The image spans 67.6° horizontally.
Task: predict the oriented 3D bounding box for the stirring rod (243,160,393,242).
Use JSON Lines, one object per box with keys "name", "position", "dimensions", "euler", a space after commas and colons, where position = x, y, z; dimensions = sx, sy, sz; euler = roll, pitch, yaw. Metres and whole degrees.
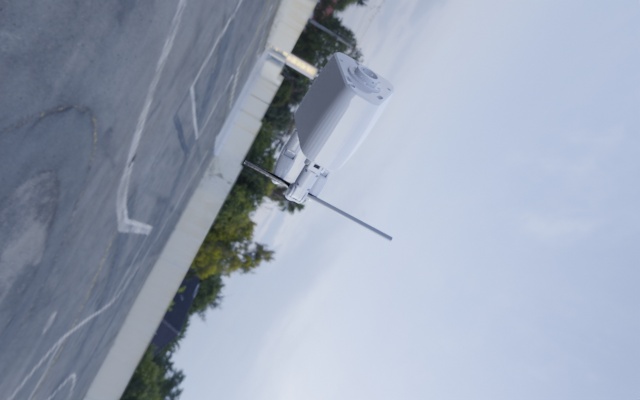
{"name": "stirring rod", "position": [0.000, 0.002, 0.679], "dimensions": [0.239, 0.011, 0.011], "euler": [28, -6, -12]}
